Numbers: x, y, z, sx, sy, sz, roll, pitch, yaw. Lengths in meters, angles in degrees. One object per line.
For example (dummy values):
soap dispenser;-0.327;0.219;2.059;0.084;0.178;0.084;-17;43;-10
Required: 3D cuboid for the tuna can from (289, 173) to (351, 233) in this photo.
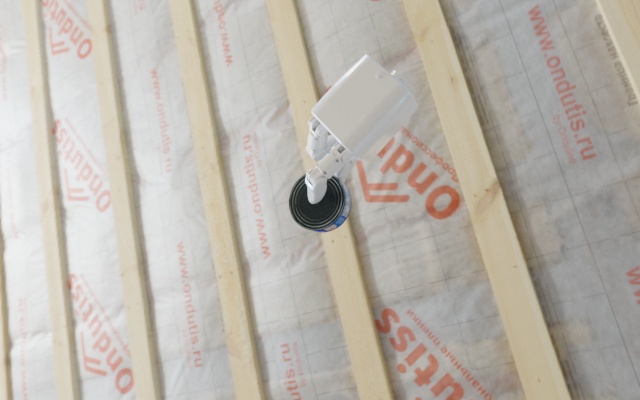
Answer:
tuna can;0.000;0.002;0.681;0.086;0.086;0.034;0;-10;24
